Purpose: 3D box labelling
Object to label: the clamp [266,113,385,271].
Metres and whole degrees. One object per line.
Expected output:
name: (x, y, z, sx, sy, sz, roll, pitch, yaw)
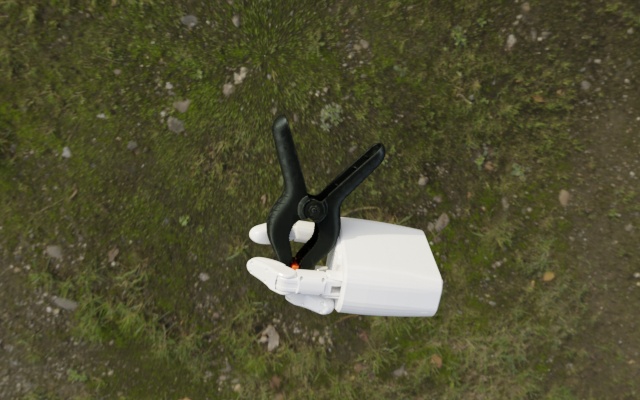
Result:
clamp: (0.000, 0.002, 0.498, 0.120, 0.171, 0.039, 7, 16, -8)
